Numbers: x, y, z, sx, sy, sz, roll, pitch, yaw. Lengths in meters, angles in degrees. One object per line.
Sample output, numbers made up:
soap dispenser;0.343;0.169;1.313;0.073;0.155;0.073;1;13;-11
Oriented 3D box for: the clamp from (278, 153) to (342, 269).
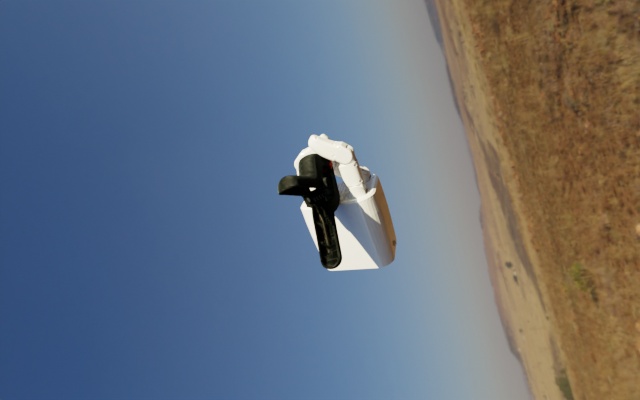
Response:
clamp;0.000;0.002;0.575;0.039;0.120;0.171;-15;18;18
